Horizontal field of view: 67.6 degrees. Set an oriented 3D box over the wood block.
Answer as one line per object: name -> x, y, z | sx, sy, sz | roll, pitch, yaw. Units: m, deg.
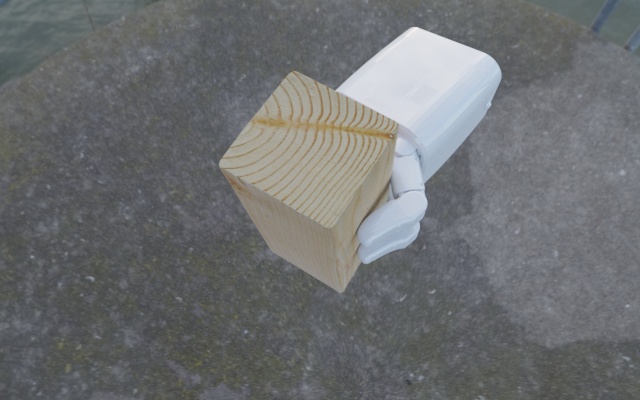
wood block -> 0.000, 0.001, 0.407 | 0.091, 0.090, 0.206 | 30, -17, 15
